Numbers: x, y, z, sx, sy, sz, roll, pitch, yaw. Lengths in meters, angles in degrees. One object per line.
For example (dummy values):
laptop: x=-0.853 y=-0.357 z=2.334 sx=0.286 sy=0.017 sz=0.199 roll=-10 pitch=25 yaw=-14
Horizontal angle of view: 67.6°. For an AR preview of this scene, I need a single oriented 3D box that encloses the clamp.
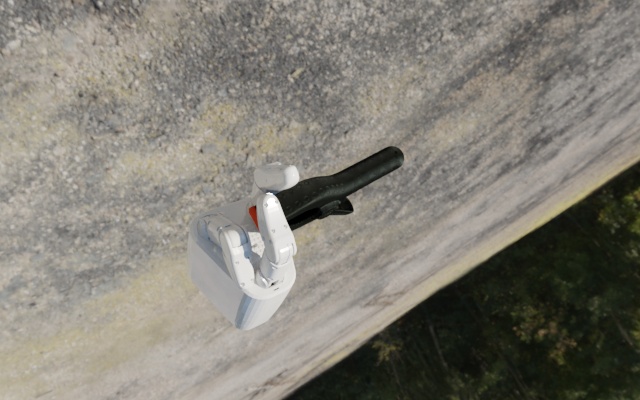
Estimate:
clamp: x=0.000 y=0.002 z=0.497 sx=0.171 sy=0.039 sz=0.120 roll=-20 pitch=-24 yaw=-30
